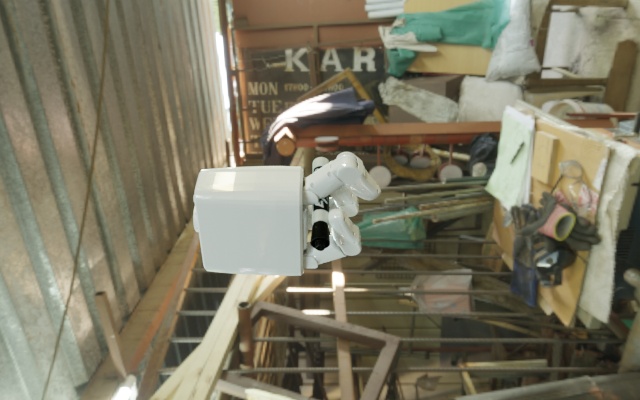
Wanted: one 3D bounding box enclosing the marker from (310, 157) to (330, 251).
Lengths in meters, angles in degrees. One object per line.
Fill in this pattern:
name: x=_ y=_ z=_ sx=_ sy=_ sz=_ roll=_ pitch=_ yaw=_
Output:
marker: x=0.000 y=0.002 z=0.485 sx=0.020 sy=0.121 sz=0.020 roll=0 pitch=-44 yaw=0
